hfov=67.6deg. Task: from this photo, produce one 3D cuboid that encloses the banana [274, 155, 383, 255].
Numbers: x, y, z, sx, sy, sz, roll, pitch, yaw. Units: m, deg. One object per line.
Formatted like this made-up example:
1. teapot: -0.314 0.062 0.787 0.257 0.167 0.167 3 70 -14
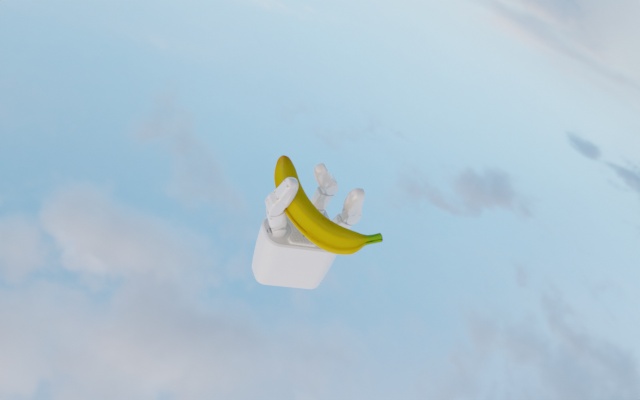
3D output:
1. banana: -0.011 0.013 0.643 0.069 0.037 0.197 -33 61 -31
